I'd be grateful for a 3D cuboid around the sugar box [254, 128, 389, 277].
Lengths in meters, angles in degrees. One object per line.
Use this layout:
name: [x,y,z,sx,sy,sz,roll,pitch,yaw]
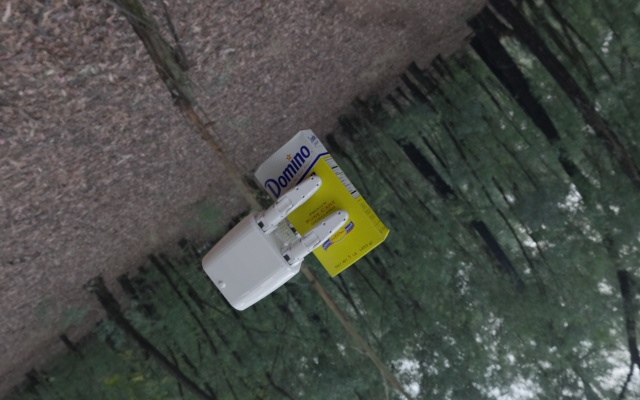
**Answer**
sugar box: [0.000,0.002,0.629,0.093,0.176,0.048,-39,-1,20]
